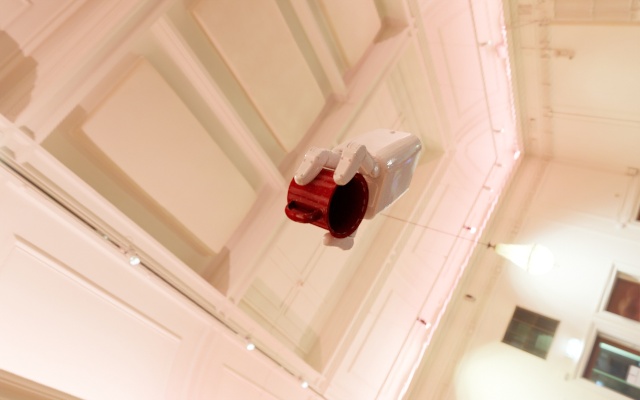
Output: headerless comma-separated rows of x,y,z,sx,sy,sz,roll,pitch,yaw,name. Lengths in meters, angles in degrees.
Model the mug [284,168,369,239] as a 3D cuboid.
-0.001,0.003,0.657,0.081,0.093,0.117,18,34,38,mug
